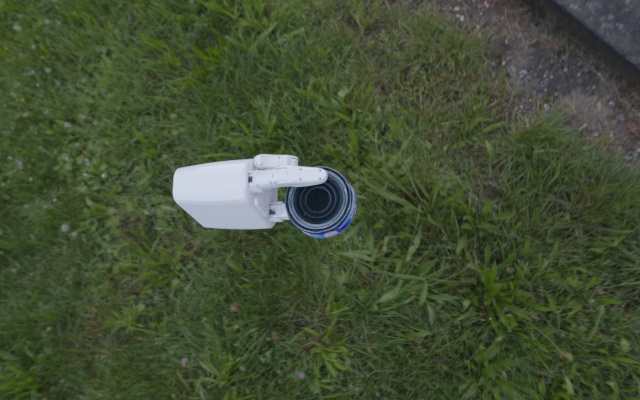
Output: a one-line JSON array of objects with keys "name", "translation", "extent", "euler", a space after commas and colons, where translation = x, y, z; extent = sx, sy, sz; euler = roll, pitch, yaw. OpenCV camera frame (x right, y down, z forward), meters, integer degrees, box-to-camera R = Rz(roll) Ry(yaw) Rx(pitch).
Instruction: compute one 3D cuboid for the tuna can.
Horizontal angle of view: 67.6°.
[{"name": "tuna can", "translation": [0.000, 0.002, 0.586], "extent": [0.086, 0.086, 0.034], "euler": [0, -13, 14]}]
